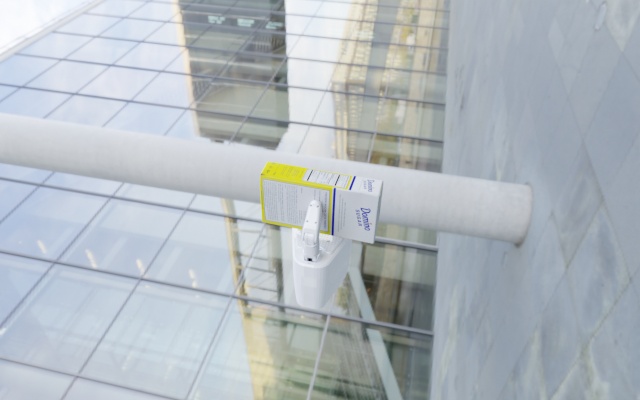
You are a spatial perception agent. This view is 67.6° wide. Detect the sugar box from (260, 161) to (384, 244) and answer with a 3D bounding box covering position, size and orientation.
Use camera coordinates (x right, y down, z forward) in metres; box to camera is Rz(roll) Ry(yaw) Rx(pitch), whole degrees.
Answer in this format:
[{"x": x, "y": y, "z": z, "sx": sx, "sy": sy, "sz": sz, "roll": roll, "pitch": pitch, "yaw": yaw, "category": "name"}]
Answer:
[{"x": 0.000, "y": 0.002, "z": 0.706, "sx": 0.176, "sy": 0.093, "sz": 0.048, "roll": 9, "pitch": 39, "yaw": 9, "category": "sugar box"}]
